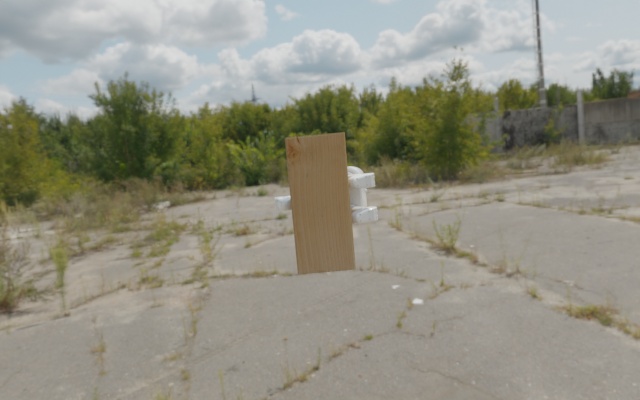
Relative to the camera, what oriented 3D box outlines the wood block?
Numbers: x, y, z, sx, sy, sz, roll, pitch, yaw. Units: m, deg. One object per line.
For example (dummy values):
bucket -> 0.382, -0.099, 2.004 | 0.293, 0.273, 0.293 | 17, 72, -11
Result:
wood block -> 0.000, 0.002, 0.751 | 0.091, 0.206, 0.090 | -5, 5, 0
